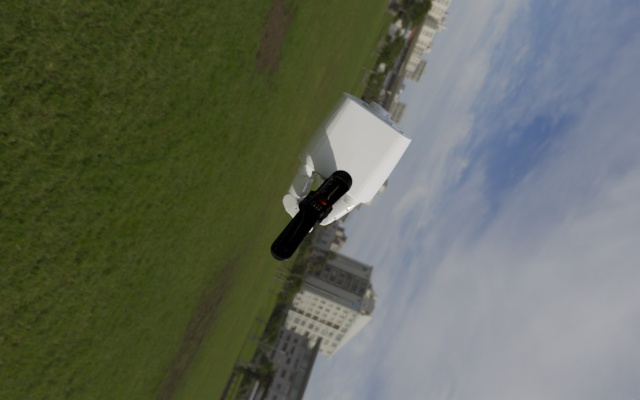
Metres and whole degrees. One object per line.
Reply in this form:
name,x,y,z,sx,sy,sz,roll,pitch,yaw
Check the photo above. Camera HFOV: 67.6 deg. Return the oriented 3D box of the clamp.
clamp,0.000,0.002,0.572,0.120,0.039,0.171,-43,6,16
